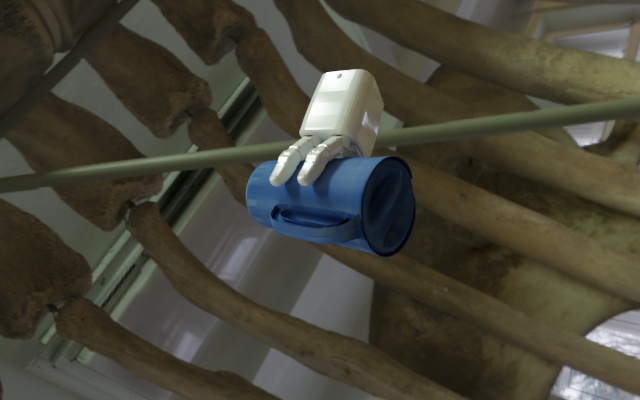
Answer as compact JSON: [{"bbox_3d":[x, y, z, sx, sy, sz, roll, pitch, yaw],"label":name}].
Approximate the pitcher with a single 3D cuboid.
[{"bbox_3d":[0.000,0.002,0.687,0.243,0.145,0.149,6,-18,40],"label":"pitcher"}]
